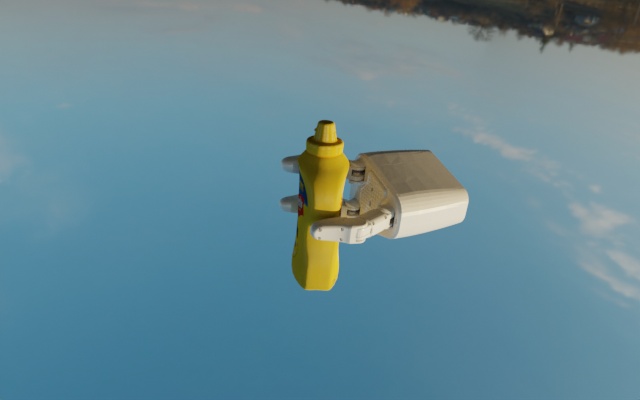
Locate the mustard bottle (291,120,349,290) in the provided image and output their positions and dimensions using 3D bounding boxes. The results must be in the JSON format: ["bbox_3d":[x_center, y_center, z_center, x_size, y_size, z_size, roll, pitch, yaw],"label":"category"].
[{"bbox_3d":[0.000,0.002,0.553,0.058,0.192,0.096,3,26,-4],"label":"mustard bottle"}]
